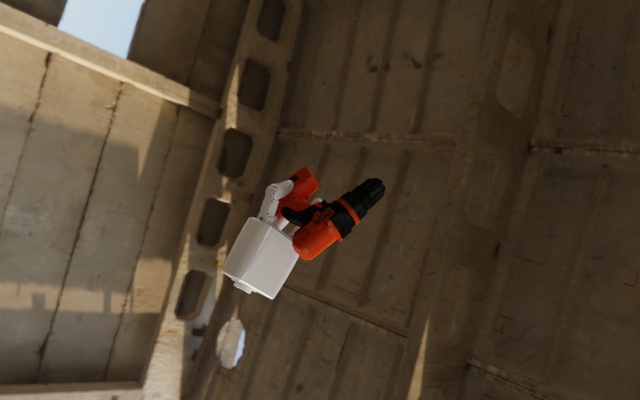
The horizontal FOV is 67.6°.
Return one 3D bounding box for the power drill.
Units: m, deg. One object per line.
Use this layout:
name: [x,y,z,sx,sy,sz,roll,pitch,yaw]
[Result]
power drill: [0.000,0.003,0.831,0.184,0.057,0.187,-38,33,-12]
